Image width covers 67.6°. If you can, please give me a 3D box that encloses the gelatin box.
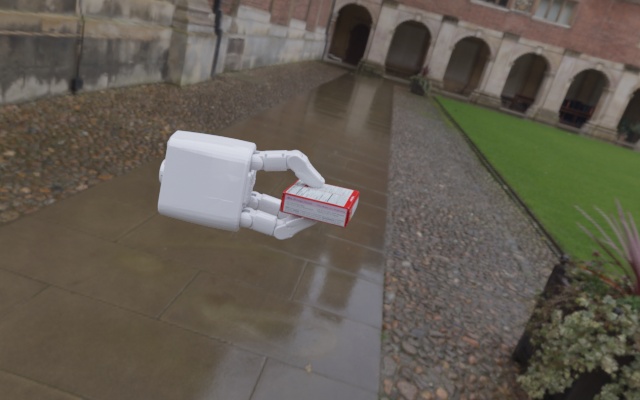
[{"bbox_3d":[0.001,0.002,0.623,0.089,0.030,0.073,13,20,10],"label":"gelatin box"}]
